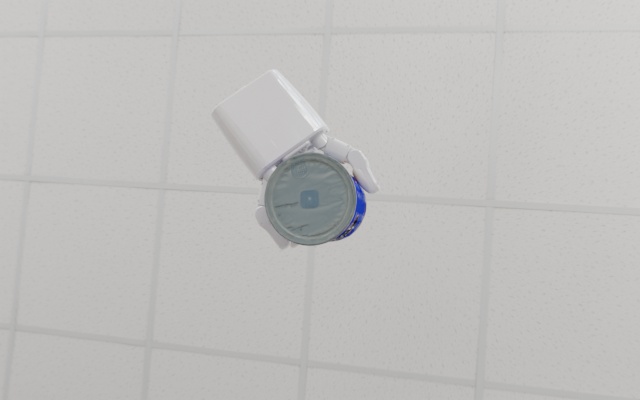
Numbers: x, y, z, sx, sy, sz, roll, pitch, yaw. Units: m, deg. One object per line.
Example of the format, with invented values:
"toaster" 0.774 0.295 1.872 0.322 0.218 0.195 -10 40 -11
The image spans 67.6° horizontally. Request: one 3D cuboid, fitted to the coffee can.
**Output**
"coffee can" 0.000 0.002 0.587 0.103 0.103 0.140 0 -3 10
